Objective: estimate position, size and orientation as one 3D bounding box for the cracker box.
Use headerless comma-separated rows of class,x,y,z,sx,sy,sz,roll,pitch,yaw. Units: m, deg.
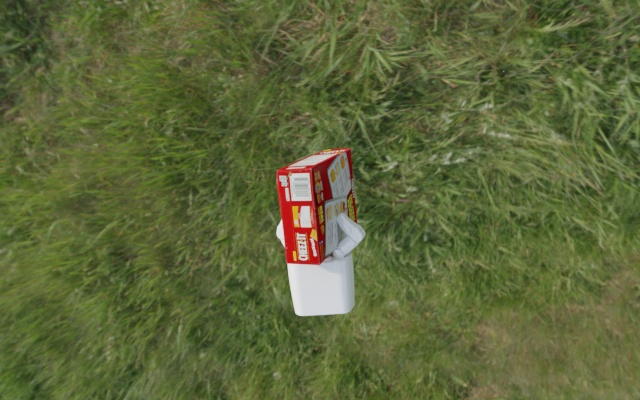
cracker box,0.000,0.003,0.865,0.072,0.164,0.213,0,14,21
